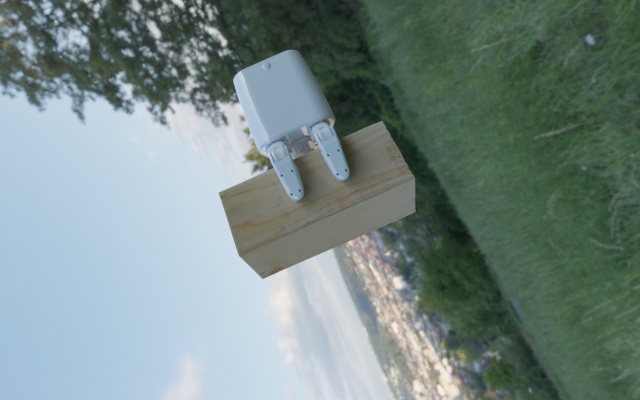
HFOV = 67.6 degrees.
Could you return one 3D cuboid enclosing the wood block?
[{"bbox_3d":[0.000,0.002,0.567,0.206,0.090,0.091,-24,-27,0],"label":"wood block"}]
